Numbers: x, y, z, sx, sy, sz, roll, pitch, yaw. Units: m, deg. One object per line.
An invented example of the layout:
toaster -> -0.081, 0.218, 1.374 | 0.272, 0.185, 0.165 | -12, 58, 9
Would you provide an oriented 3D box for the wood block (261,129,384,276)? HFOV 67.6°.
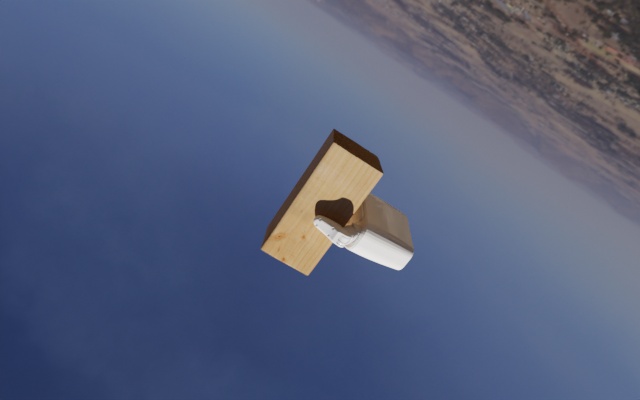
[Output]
wood block -> 0.000, 0.003, 0.757 | 0.090, 0.206, 0.090 | 31, 18, -11
